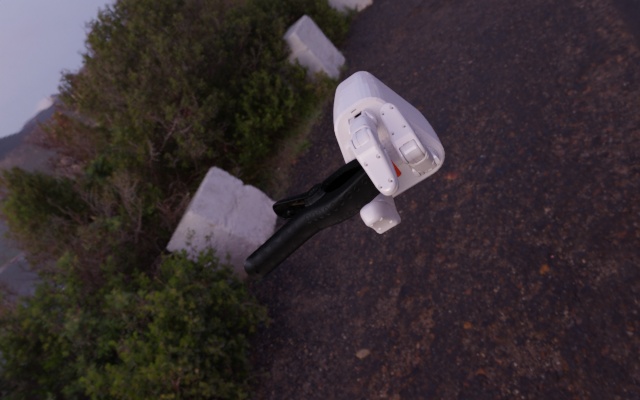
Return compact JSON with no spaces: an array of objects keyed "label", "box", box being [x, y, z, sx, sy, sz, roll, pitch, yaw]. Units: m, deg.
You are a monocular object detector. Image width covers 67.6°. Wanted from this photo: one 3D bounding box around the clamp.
[{"label":"clamp","box":[0.000,0.001,0.473,0.171,0.039,0.120,-33,26,18]}]
